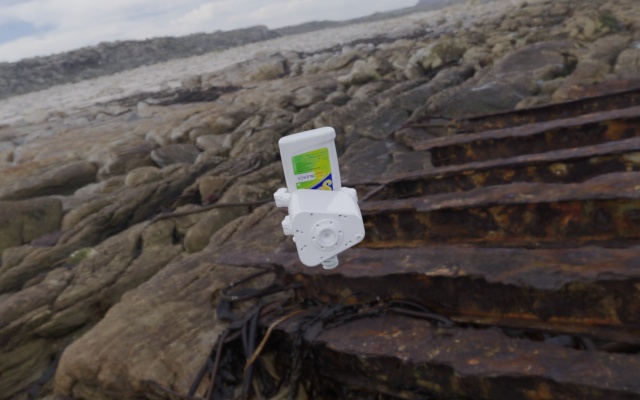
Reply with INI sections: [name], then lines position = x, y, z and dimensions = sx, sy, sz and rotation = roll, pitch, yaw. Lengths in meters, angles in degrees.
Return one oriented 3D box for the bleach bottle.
[bleach bottle]
position = 0.000, 0.003, 0.857
dimensions = 0.102, 0.251, 0.068
rotation = -14, 17, -1
